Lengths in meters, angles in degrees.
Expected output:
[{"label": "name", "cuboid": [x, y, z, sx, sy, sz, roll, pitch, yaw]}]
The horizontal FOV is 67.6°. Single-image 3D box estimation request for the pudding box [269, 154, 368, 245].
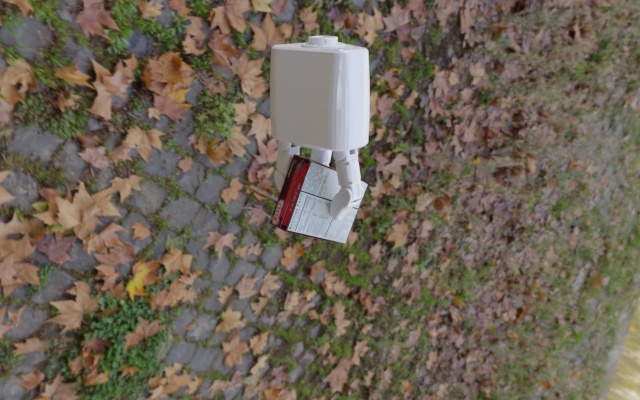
[{"label": "pudding box", "cuboid": [0.000, 0.002, 0.595, 0.113, 0.090, 0.039, 18, 5, -43]}]
